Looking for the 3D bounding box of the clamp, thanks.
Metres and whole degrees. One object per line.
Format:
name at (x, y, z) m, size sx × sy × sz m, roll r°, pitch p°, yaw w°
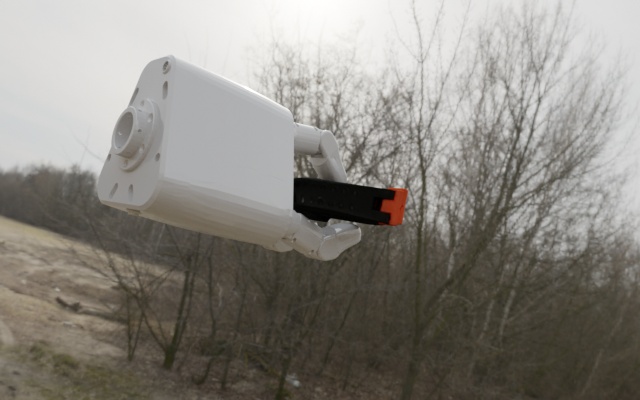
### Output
clamp at (0.000, 0.001, 0.436) m, size 0.210 × 0.036 × 0.164 m, roll 6°, pitch -6°, yaw 44°
